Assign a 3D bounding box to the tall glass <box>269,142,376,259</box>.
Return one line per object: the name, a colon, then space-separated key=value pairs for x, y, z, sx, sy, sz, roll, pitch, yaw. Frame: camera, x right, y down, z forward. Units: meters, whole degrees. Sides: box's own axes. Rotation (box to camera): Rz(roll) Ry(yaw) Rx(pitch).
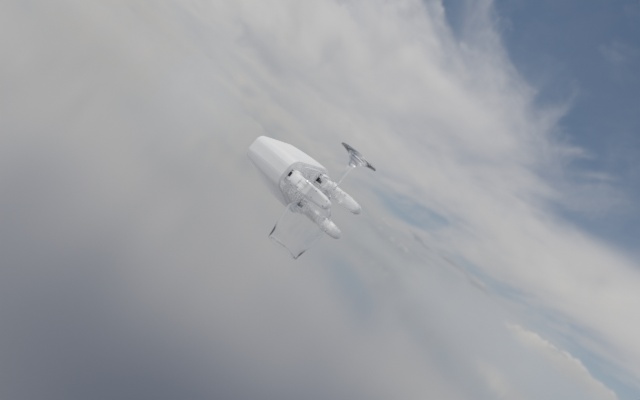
tall glass: x=0.001 y=0.002 z=0.797 sx=0.079 sy=0.201 sz=0.079 roll=40 pitch=0 yaw=0
